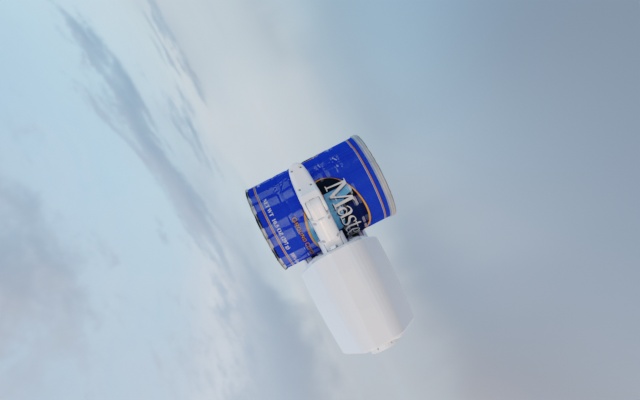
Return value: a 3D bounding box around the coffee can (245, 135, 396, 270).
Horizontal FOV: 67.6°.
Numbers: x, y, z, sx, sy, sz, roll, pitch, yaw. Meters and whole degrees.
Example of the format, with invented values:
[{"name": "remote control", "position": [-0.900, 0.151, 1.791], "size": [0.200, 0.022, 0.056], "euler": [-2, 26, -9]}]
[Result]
[{"name": "coffee can", "position": [0.000, 0.002, 0.544], "size": [0.140, 0.103, 0.103], "euler": [-27, 1, -1]}]
